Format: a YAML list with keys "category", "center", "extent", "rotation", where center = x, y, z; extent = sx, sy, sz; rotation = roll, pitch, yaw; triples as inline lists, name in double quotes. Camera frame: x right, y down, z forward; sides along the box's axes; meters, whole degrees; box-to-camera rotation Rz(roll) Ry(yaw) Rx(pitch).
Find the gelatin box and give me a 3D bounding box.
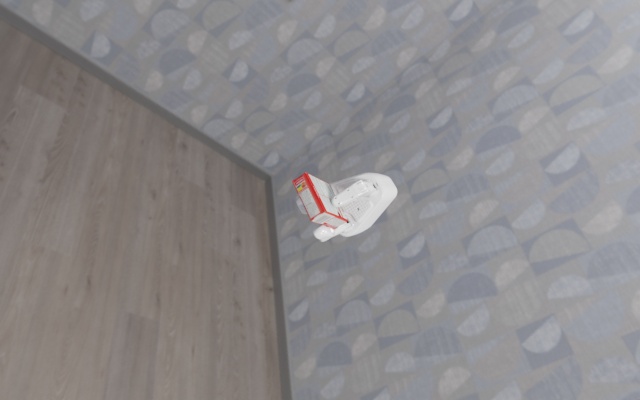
- category: "gelatin box"
  center: [0.000, 0.002, 0.743]
  extent: [0.030, 0.073, 0.089]
  rotation: [-33, -23, 17]
